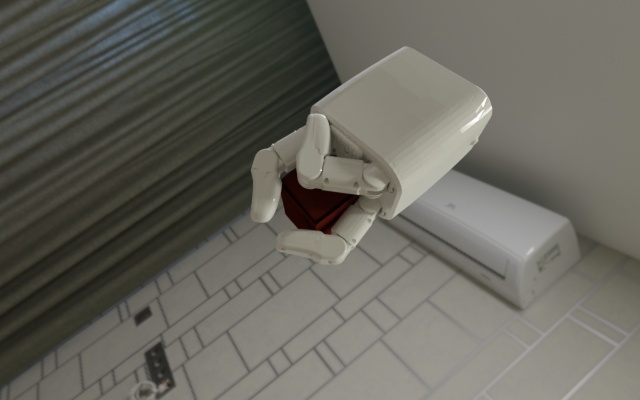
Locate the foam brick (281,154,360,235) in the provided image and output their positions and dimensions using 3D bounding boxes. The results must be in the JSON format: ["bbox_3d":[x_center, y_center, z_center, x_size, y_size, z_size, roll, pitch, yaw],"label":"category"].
[{"bbox_3d":[0.000,0.002,0.431,0.051,0.053,0.078,-38,-17,-13],"label":"foam brick"}]
